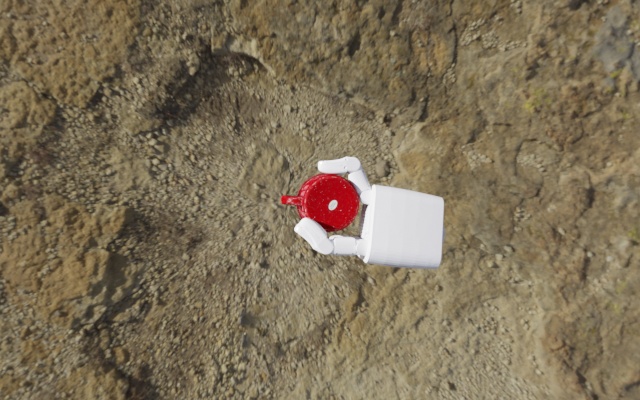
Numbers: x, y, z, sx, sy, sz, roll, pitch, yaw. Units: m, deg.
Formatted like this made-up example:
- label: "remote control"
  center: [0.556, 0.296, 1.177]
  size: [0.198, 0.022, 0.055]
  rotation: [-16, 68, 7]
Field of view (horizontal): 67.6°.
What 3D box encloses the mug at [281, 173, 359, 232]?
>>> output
- label: "mug"
  center: [-0.001, 0.002, 0.707]
  size: [0.117, 0.093, 0.081]
  rotation: [7, 0, -5]
